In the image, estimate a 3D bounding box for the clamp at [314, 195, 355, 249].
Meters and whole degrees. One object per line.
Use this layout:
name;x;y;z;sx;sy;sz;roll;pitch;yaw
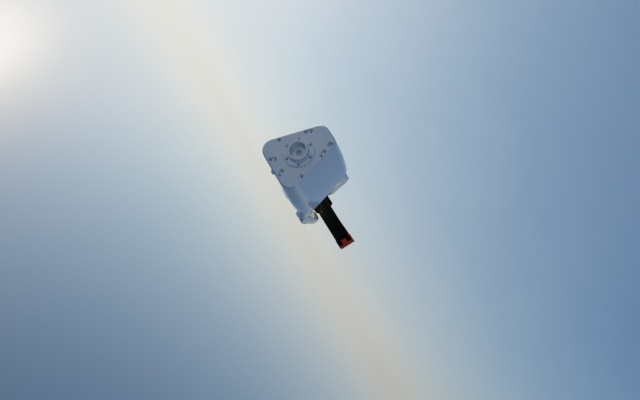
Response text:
clamp;0.001;0.003;0.890;0.036;0.210;0.165;-33;-22;1
